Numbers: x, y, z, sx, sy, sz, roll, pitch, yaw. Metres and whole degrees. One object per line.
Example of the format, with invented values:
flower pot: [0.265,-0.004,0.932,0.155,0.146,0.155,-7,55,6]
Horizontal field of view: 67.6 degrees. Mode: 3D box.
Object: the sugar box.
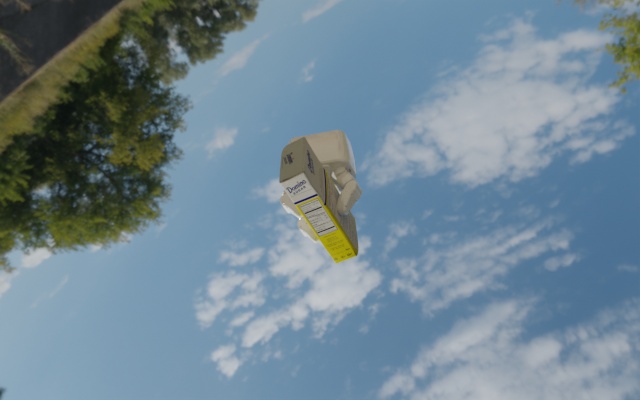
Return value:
sugar box: [0.000,0.003,0.710,0.048,0.176,0.093,-24,34,17]
